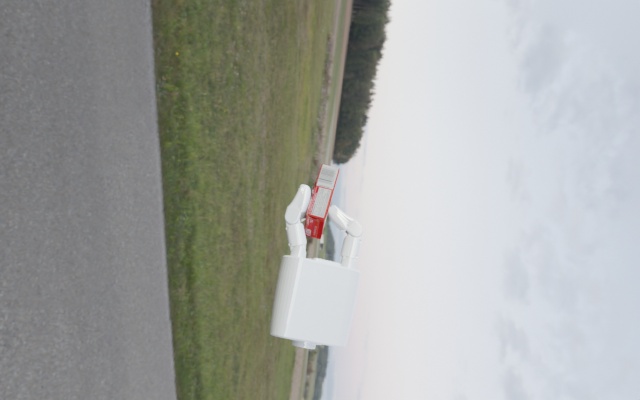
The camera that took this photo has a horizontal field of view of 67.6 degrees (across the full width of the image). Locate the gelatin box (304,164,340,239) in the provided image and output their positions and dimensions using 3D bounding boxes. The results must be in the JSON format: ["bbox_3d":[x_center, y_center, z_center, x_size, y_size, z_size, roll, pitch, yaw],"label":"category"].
[{"bbox_3d":[0.001,0.002,0.699,0.030,0.089,0.073,16,-25,2],"label":"gelatin box"}]
